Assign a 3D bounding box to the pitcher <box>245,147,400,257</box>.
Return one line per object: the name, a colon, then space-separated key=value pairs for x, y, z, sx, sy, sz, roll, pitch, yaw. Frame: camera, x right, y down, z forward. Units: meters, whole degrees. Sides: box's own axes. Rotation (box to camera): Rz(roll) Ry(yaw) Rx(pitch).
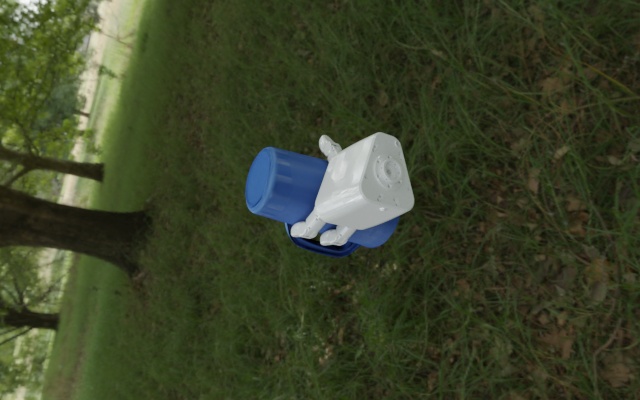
pitcher: x=0.000 y=0.003 z=0.799 sx=0.243 sy=0.149 sz=0.145 roll=15 pitch=-19 yaw=-28
